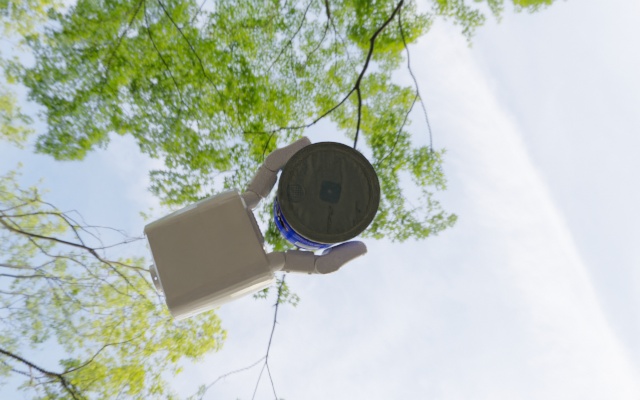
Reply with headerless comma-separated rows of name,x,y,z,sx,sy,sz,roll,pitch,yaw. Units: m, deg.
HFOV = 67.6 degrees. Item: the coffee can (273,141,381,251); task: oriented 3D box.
coffee can,0.000,0.002,0.535,0.103,0.103,0.140,0,-9,-8
